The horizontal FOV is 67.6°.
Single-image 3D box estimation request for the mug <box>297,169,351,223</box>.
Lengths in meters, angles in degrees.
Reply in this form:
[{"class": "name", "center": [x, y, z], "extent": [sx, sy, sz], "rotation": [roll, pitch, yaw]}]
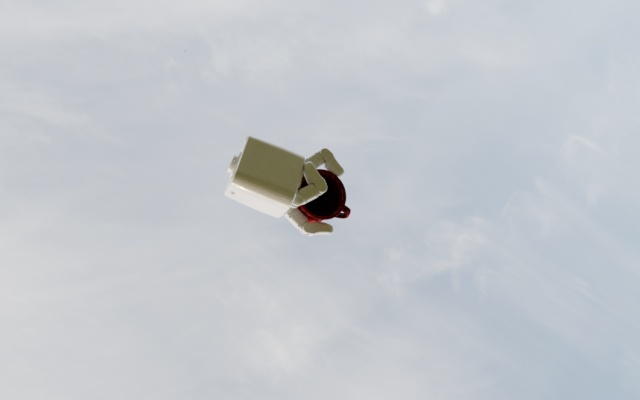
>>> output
[{"class": "mug", "center": [0.001, 0.003, 0.877], "extent": [0.117, 0.093, 0.081], "rotation": [24, -21, -13]}]
